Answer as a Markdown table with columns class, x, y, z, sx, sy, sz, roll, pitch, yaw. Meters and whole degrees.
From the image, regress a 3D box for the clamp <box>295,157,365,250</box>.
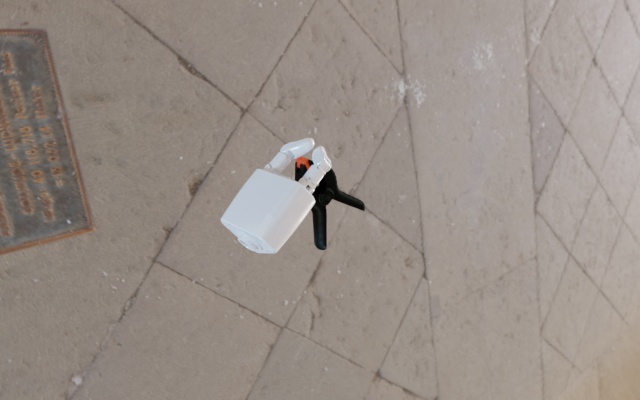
| class | x | y | z | sx | sy | sz | roll | pitch | yaw |
| --- | --- | --- | --- | --- | --- | --- | --- | --- | --- |
| clamp | 0.000 | 0.003 | 0.823 | 0.039 | 0.120 | 0.171 | 10 | -31 | 52 |
